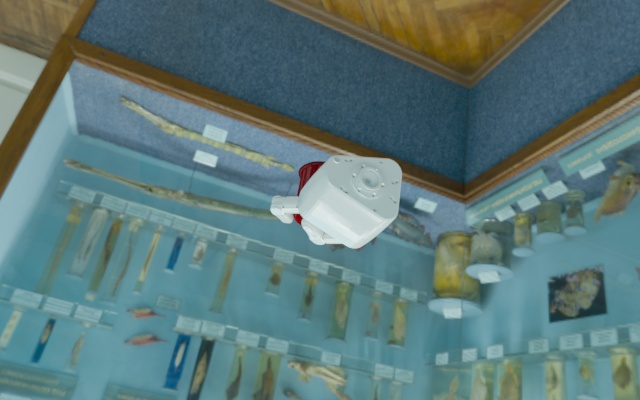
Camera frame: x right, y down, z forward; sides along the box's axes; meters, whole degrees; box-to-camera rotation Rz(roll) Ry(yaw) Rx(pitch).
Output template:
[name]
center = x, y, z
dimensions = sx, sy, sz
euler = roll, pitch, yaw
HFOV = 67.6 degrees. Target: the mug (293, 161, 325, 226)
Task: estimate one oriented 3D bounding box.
[mug]
center = 0.000, 0.003, 0.755
dimensions = 0.093, 0.081, 0.117
euler = 17, -28, -12
